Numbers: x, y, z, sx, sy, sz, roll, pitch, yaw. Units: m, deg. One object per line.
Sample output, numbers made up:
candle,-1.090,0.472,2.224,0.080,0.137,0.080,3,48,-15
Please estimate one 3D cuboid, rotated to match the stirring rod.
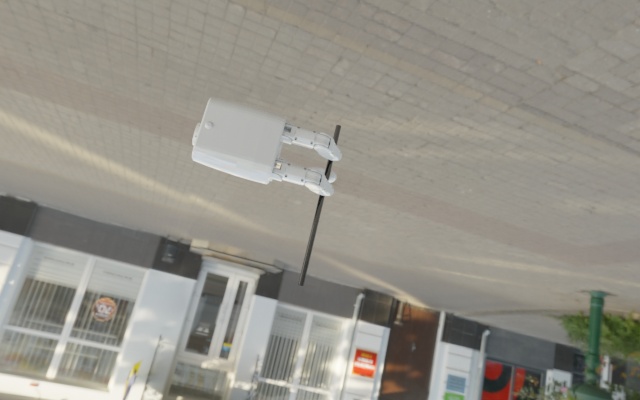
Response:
stirring rod,0.000,0.002,0.679,0.011,0.239,0.011,13,-15,3
